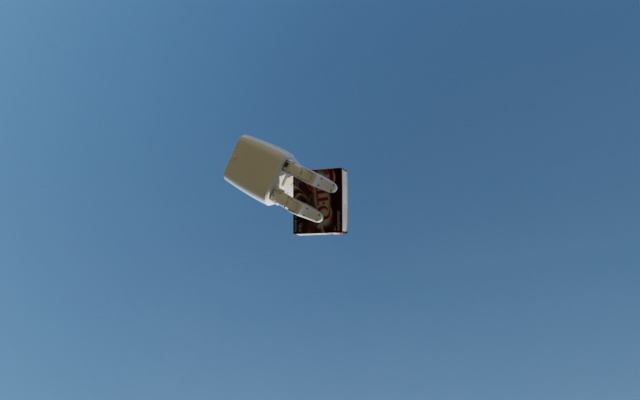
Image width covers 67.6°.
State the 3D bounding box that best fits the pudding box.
[{"bbox_3d":[0.000,0.003,0.821,0.090,0.113,0.039,-3,-6,21],"label":"pudding box"}]
